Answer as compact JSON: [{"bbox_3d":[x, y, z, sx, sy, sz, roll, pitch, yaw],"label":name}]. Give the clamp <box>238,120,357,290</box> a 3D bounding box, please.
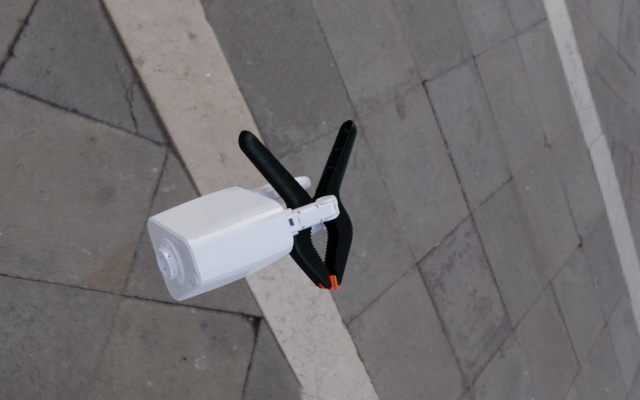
[{"bbox_3d":[0.001,0.002,0.579,0.164,0.210,0.036,-20,8,-34],"label":"clamp"}]
